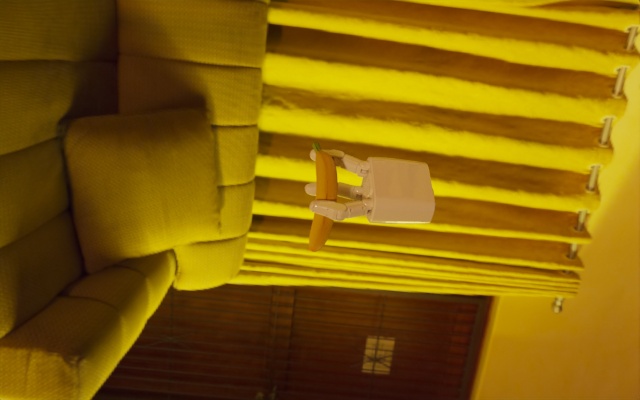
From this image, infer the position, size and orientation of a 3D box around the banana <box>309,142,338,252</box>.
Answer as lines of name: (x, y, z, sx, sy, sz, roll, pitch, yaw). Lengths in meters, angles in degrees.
banana: (0.005, 0.004, 0.813, 0.037, 0.198, 0.069, 0, 15, -14)
